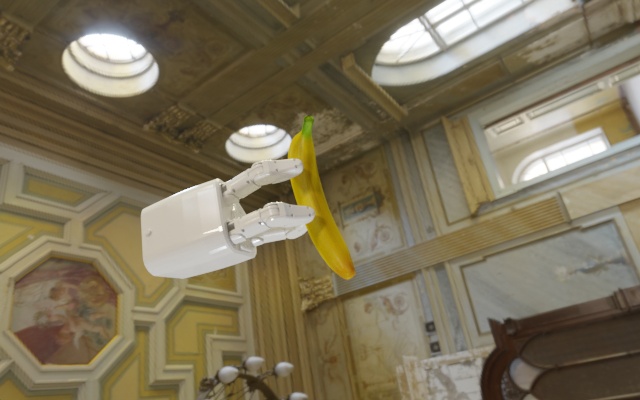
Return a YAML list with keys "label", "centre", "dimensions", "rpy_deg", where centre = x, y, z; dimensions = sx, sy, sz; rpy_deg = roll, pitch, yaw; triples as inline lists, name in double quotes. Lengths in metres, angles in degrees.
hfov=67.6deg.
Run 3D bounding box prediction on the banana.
- label: "banana"
  centre: [-0.005, 0.002, 0.580]
  dimensions: [0.037, 0.198, 0.069]
  rpy_deg: [-15, -7, -17]
